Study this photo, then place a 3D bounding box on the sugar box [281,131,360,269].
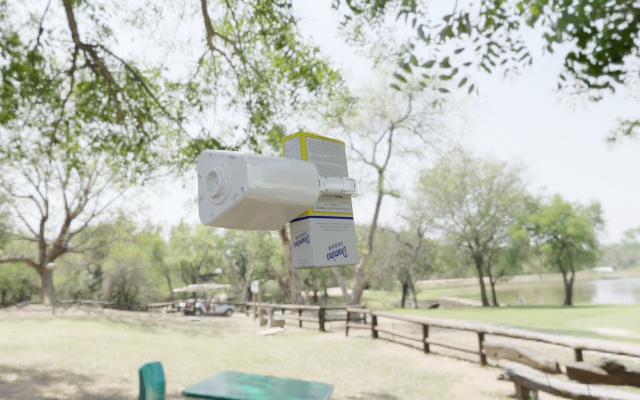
[{"bbox_3d":[0.000,0.002,0.642,0.048,0.176,0.093,-12,-12,43],"label":"sugar box"}]
